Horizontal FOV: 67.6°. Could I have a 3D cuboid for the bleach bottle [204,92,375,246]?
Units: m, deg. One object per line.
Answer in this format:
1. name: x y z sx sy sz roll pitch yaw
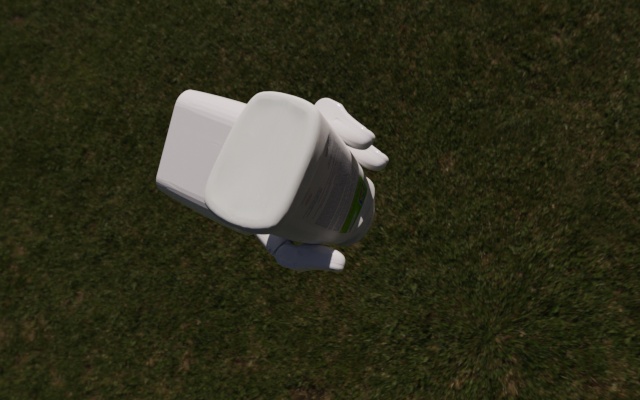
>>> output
1. bleach bottle: 0.000 0.001 0.432 0.068 0.102 0.251 21 -7 23
